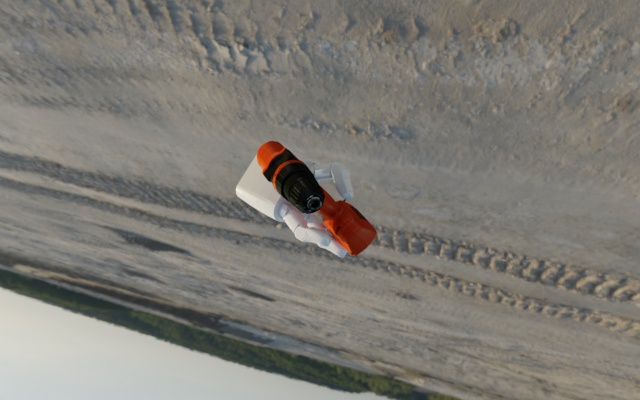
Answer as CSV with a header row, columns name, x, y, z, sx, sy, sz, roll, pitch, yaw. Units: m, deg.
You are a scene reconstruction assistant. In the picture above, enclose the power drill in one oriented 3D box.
name,x,y,z,sx,sy,sz,roll,pitch,yaw
power drill,0.000,0.002,0.680,0.188,0.057,0.184,43,4,-35
